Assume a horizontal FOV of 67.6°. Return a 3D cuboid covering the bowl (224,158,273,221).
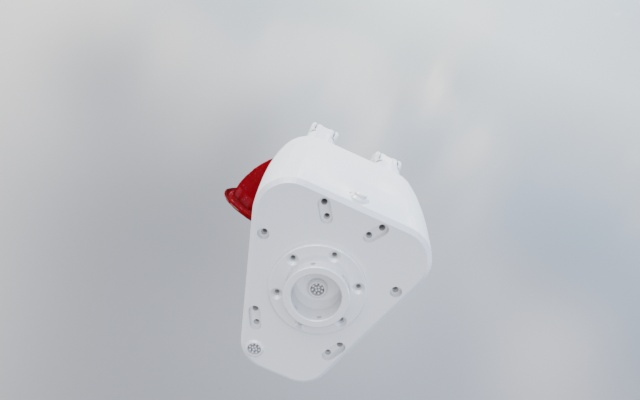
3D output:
[{"bbox_3d":[0.000,0.001,0.427,0.162,0.055,0.162,24,7,-3],"label":"bowl"}]
